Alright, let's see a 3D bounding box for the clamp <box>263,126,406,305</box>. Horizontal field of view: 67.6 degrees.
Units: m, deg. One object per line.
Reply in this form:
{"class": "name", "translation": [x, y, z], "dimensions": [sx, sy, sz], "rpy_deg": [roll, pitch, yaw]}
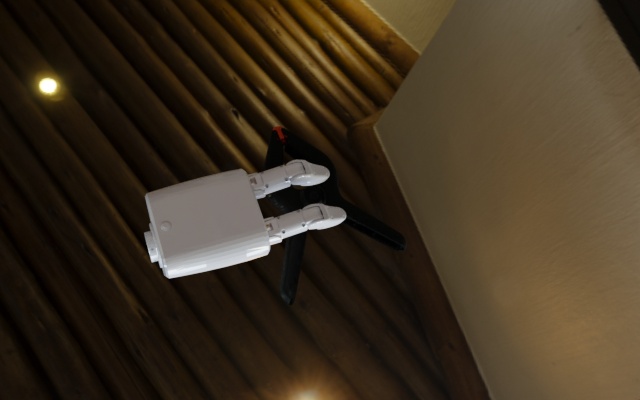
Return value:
{"class": "clamp", "translation": [-0.001, 0.002, 0.573], "dimensions": [0.164, 0.210, 0.036], "rpy_deg": [-15, -18, -20]}
